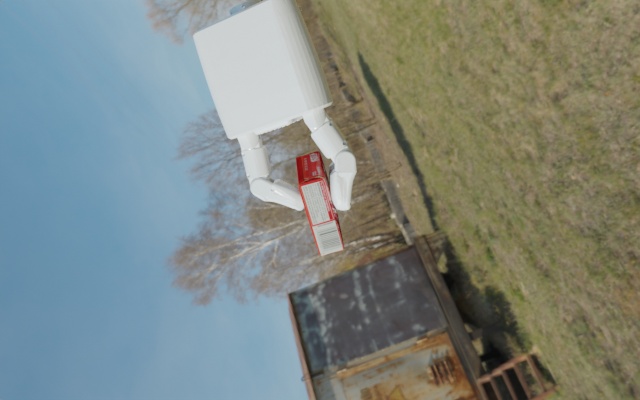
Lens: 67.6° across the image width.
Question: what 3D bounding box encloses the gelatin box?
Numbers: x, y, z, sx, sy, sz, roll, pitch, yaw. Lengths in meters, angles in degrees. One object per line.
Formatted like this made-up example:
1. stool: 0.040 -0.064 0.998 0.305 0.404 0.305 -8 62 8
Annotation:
1. gelatin box: 0.000 0.002 0.507 0.030 0.089 0.073 -15 26 3
